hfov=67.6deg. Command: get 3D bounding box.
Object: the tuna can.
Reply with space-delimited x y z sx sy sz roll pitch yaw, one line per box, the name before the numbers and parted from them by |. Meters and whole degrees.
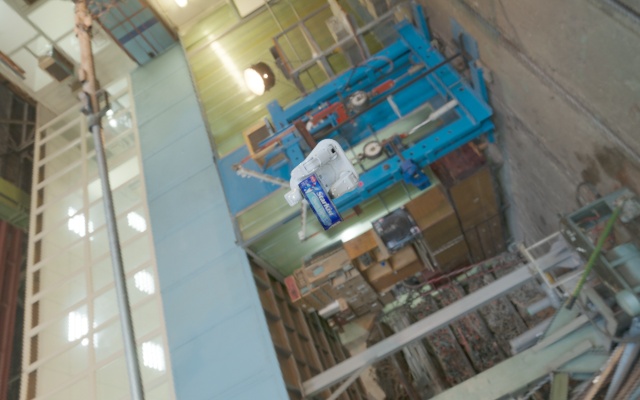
tuna can | 0.000 0.003 0.732 0.034 0.086 0.086 -31 -1 1
